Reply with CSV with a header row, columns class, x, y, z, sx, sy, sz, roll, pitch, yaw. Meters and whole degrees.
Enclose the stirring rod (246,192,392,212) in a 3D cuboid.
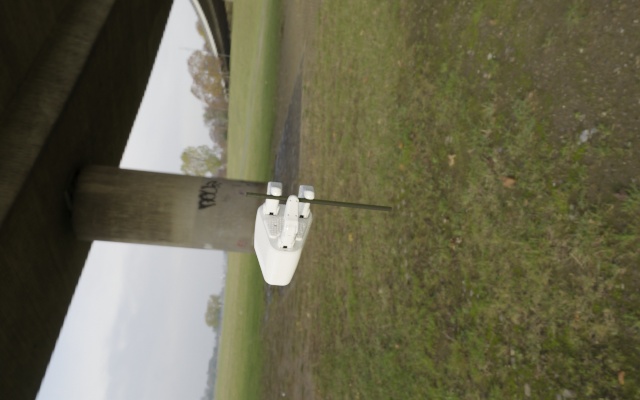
class,x,y,z,sx,sy,sz,roll,pitch,yaw
stirring rod,0.000,0.003,0.775,0.239,0.011,0.011,6,-1,-10
